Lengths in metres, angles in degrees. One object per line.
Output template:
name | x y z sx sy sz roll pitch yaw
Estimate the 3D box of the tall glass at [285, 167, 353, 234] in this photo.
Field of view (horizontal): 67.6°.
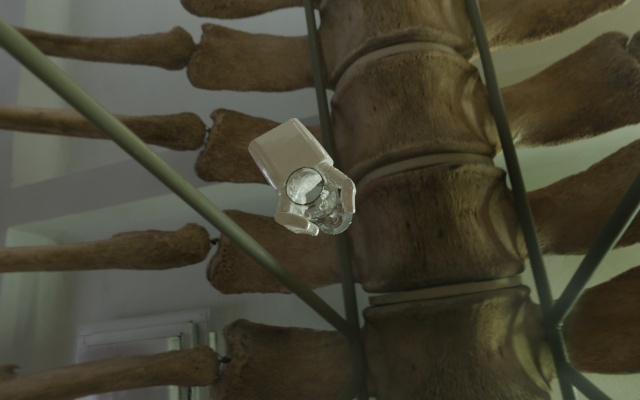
tall glass | 0.000 0.003 0.825 0.079 0.079 0.201 0 -15 15
